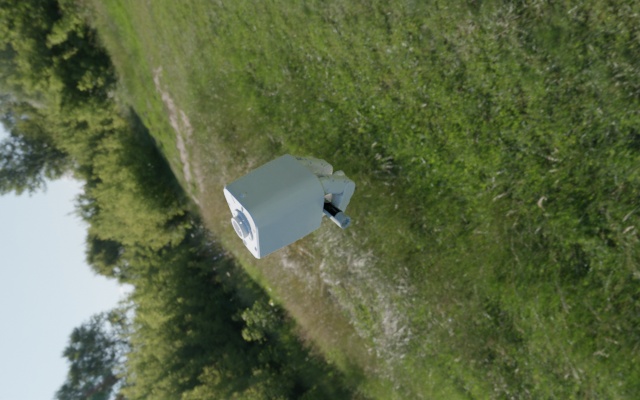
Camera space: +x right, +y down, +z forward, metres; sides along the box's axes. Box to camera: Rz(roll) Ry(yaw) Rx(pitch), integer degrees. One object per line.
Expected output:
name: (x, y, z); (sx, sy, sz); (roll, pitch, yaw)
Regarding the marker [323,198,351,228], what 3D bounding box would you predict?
marker: (0.000, 0.002, 0.693); (0.020, 0.020, 0.121); (0, 28, -41)
